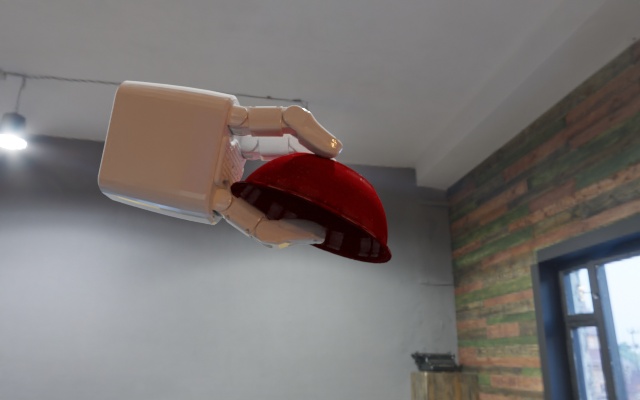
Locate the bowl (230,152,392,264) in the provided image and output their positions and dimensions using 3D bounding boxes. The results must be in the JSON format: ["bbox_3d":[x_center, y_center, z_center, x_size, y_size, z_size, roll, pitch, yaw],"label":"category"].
[{"bbox_3d":[0.001,0.002,0.451,0.162,0.055,0.162,23,-16,7],"label":"bowl"}]
